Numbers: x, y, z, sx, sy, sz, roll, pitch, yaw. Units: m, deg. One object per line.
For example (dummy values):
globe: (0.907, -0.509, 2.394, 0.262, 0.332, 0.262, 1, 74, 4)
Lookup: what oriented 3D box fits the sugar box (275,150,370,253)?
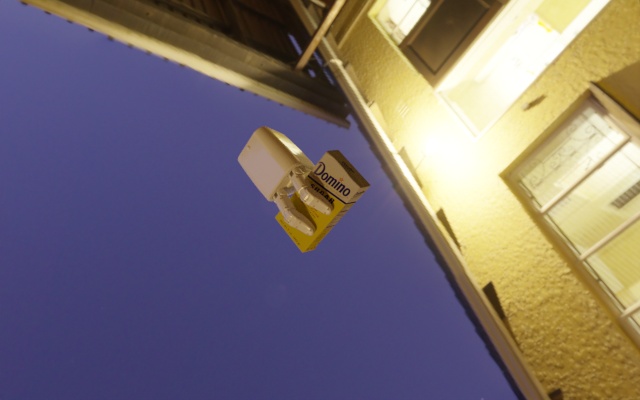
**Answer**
sugar box: (0.000, 0.003, 0.863, 0.048, 0.093, 0.176, -14, -33, -54)
